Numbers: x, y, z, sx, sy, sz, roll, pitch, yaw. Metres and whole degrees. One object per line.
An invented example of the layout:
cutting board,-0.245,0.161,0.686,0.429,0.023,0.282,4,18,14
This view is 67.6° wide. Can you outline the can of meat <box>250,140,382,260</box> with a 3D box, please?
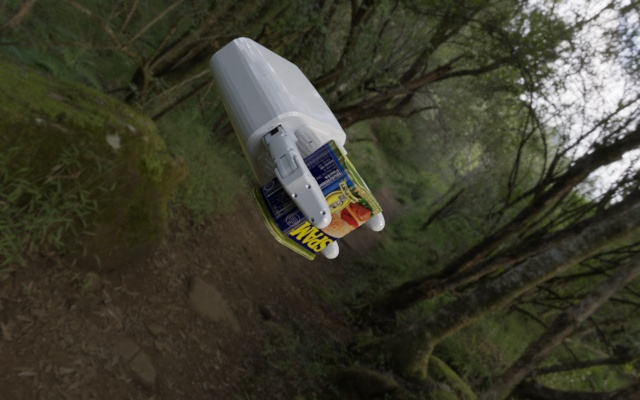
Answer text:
can of meat,0.000,0.001,0.431,0.084,0.057,0.102,-33,-28,7
